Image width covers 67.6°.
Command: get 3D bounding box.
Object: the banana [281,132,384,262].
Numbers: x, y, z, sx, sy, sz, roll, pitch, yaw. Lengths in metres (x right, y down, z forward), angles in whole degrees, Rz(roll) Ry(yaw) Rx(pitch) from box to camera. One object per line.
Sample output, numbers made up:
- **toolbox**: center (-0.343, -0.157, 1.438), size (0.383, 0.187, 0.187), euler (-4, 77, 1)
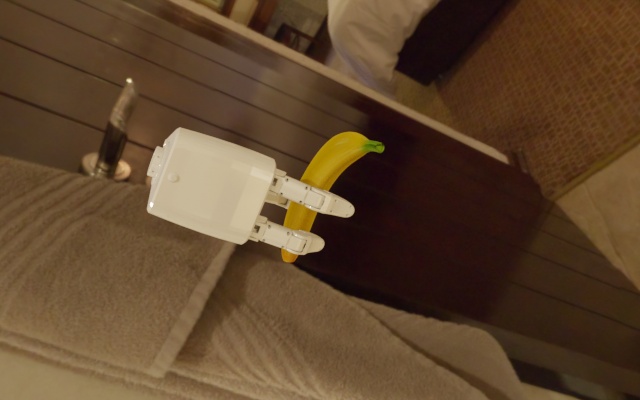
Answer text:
- **banana**: center (-0.002, -0.013, 0.568), size (0.037, 0.198, 0.069), euler (19, 33, -28)
